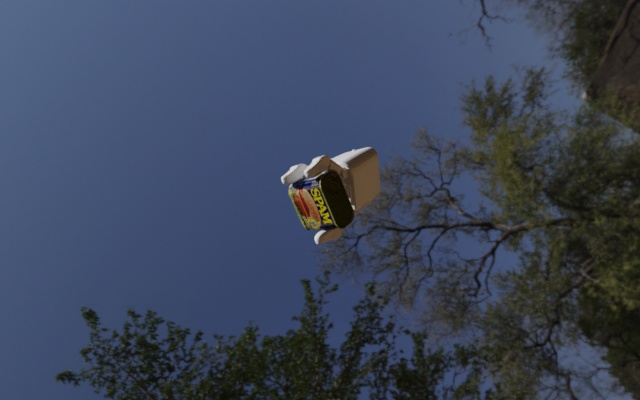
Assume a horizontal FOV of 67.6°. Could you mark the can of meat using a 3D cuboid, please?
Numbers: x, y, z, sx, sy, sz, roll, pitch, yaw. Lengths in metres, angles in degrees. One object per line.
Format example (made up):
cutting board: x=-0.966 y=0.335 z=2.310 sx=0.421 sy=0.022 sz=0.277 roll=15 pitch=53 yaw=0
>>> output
can of meat: x=0.000 y=0.003 z=0.856 sx=0.084 sy=0.102 sz=0.057 roll=-10 pitch=20 yaw=42
